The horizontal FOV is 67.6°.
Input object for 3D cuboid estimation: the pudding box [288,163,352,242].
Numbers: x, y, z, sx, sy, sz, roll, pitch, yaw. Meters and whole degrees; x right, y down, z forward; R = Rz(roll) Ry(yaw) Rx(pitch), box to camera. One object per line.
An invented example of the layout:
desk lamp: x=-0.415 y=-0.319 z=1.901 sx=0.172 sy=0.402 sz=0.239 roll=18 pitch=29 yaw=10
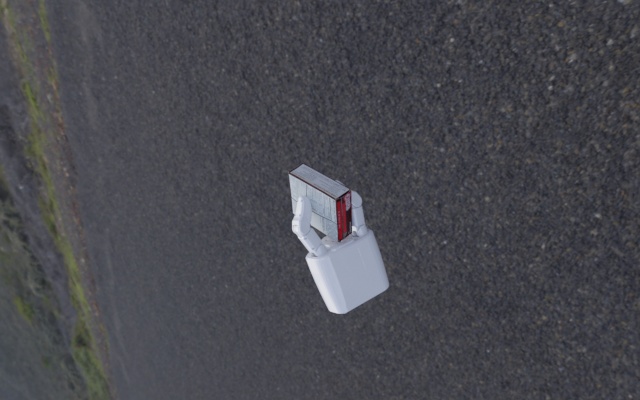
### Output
pudding box: x=0.000 y=0.003 z=0.764 sx=0.113 sy=0.090 sz=0.039 roll=29 pitch=49 yaw=34
